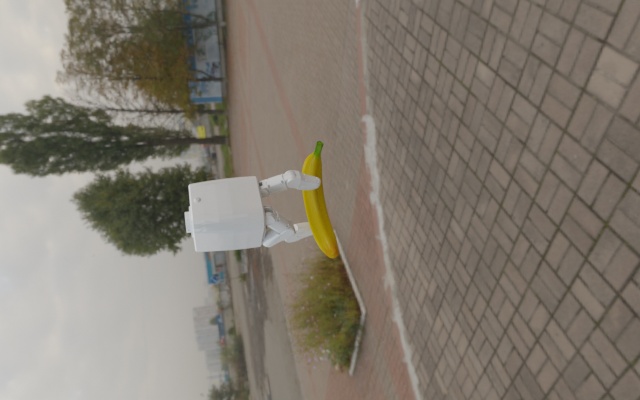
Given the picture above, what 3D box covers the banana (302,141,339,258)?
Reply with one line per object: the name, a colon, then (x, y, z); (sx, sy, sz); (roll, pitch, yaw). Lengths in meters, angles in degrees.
banana: (-0.005, 0.005, 0.795); (0.037, 0.197, 0.070); (-5, -16, -15)
